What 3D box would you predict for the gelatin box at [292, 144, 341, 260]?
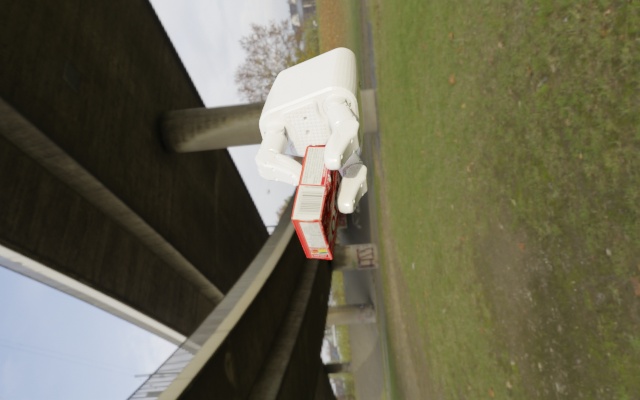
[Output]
[{"bbox_3d":[0.000,0.002,0.466,0.030,0.089,0.073,2,-34,12],"label":"gelatin box"}]
